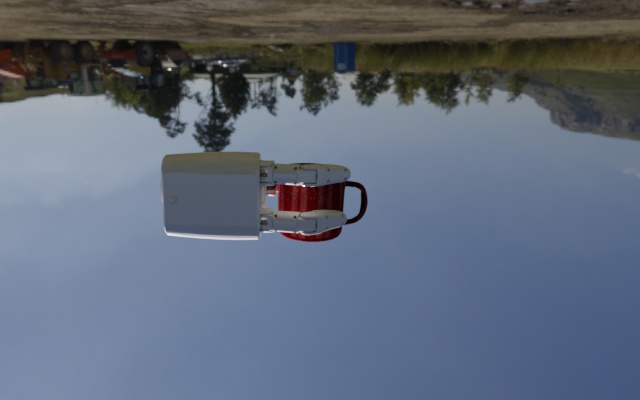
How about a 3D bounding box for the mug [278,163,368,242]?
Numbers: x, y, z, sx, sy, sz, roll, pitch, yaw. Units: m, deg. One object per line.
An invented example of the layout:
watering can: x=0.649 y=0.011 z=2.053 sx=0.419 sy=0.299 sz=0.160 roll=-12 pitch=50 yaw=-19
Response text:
mug: x=0.002 y=0.002 z=0.596 sx=0.117 sy=0.081 sz=0.093 roll=2 pitch=15 yaw=-2
